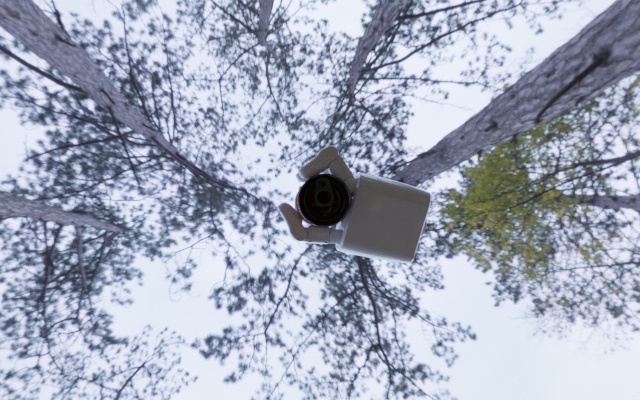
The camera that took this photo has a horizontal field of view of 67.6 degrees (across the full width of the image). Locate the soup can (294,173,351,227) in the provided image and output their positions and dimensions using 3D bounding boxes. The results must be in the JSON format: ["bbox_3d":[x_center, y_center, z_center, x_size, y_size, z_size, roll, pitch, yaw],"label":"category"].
[{"bbox_3d":[0.000,0.002,0.652,0.068,0.068,0.102,0,-3,-6],"label":"soup can"}]
